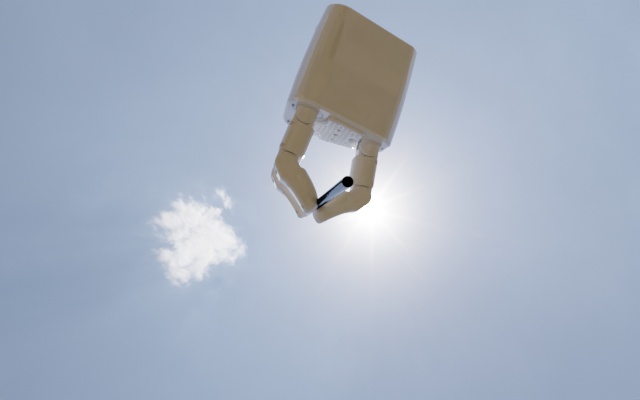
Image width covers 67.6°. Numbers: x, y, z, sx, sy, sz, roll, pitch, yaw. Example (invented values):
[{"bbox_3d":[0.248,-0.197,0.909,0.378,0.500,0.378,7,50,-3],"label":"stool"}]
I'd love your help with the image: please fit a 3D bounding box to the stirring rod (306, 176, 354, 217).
[{"bbox_3d":[0.000,0.001,0.433,0.011,0.011,0.239,0,-7,-9],"label":"stirring rod"}]
